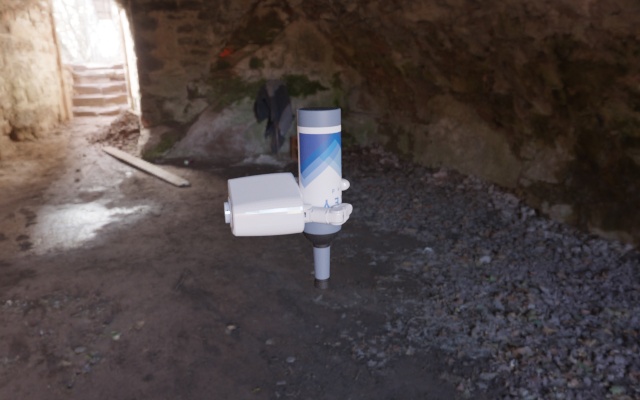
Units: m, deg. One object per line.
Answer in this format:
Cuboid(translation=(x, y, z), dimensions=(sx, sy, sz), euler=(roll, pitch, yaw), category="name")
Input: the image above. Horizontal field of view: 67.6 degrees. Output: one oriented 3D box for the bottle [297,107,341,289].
Cuboid(translation=(0.000, 0.002, 0.765), dimensions=(0.069, 0.296, 0.069), euler=(-1, 16, 0), category="bottle")
